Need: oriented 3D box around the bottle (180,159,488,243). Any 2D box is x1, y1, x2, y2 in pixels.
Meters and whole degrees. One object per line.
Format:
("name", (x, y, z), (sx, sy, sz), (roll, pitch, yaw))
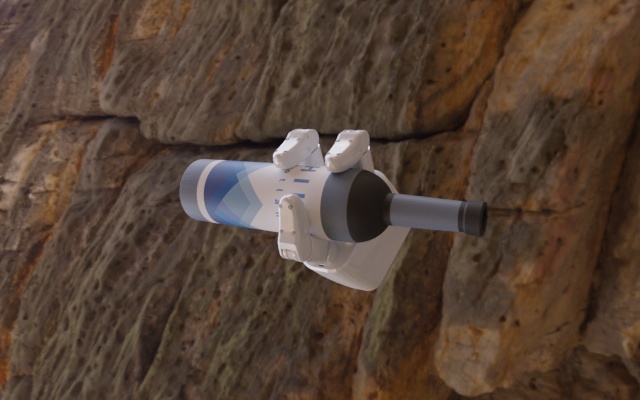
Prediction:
("bottle", (0.000, 0.001, 0.443), (0.295, 0.069, 0.069), (6, 3, 29))
